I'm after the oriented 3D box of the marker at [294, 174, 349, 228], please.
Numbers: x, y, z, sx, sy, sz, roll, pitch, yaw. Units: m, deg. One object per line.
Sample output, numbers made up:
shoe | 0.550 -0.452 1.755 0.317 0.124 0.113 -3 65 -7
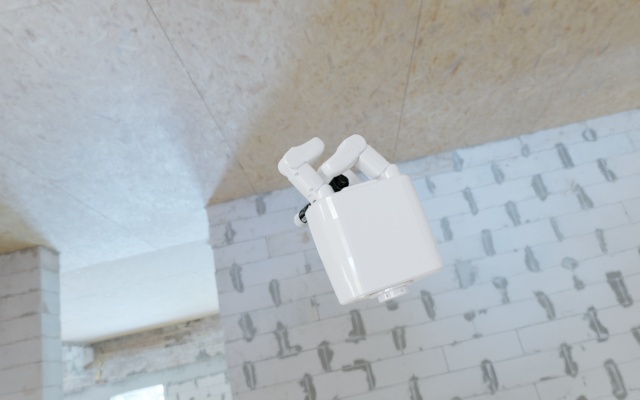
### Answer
marker | 0.000 0.002 0.539 0.020 0.020 0.121 0 -23 -26
